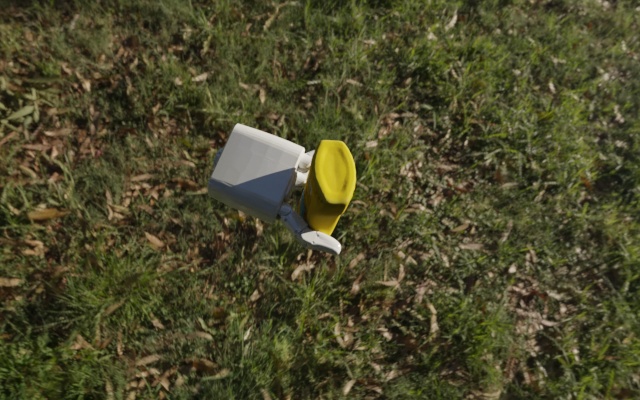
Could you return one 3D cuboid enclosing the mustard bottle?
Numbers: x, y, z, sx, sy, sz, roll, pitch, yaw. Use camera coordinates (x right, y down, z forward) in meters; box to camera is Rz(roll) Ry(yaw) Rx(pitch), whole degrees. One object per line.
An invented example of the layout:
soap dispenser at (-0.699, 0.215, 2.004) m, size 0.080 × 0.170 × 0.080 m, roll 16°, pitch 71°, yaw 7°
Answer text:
mustard bottle at (0.000, 0.002, 0.684) m, size 0.058 × 0.096 × 0.192 m, roll 0°, pitch -26°, yaw -12°
